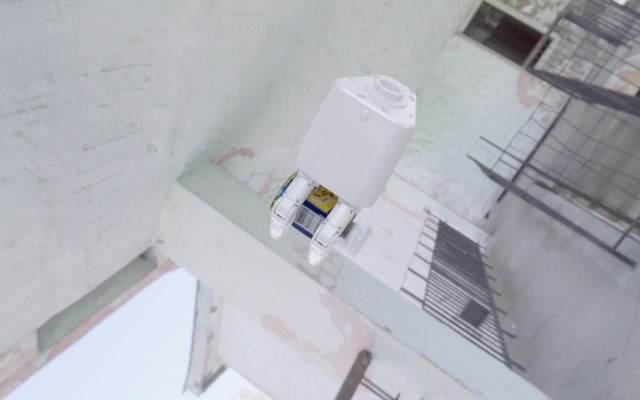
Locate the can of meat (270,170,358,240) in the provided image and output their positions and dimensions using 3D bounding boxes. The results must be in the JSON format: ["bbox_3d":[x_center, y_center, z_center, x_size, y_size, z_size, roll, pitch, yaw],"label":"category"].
[{"bbox_3d":[0.000,0.002,0.582,0.084,0.057,0.102,34,38,9],"label":"can of meat"}]
